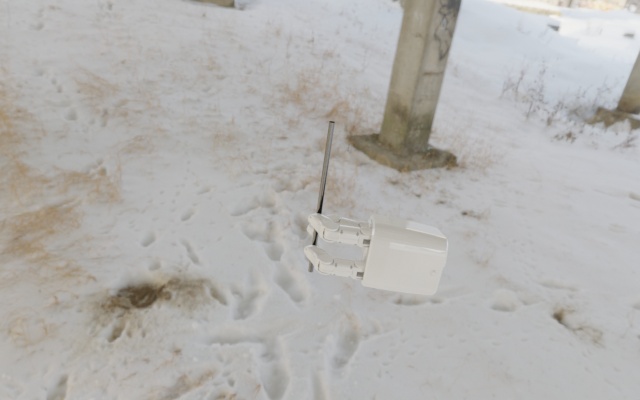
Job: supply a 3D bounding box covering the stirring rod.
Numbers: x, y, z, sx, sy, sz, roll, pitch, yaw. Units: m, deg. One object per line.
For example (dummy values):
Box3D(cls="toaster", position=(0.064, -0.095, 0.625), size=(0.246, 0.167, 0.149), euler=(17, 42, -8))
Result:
Box3D(cls="stirring rod", position=(0.000, 0.002, 0.693), size=(0.011, 0.240, 0.011), euler=(7, 25, -3))
